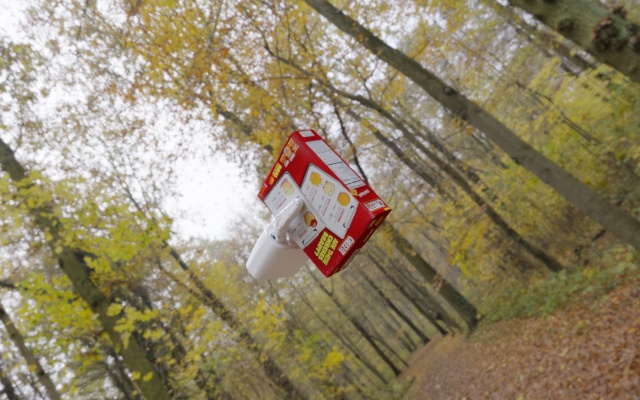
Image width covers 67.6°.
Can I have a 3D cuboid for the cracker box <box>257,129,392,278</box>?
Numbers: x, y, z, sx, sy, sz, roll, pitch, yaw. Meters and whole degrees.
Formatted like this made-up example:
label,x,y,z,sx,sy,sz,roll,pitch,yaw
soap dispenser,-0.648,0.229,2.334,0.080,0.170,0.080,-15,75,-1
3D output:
label,x,y,z,sx,sy,sz,roll,pitch,yaw
cracker box,0.000,0.003,0.856,0.072,0.213,0.164,-19,-30,-49
